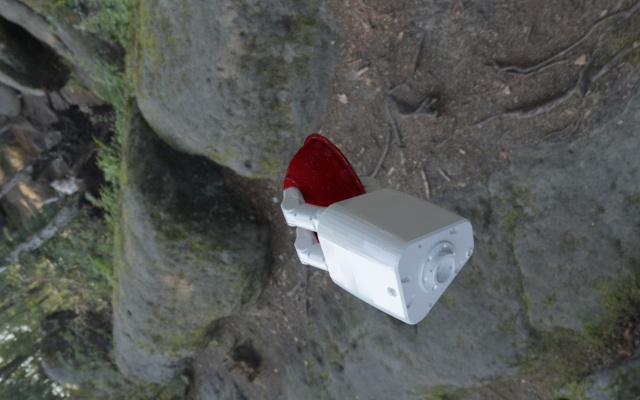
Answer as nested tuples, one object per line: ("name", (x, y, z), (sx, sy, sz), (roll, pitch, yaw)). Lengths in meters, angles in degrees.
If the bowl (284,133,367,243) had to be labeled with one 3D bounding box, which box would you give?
("bowl", (-0.001, 0.002, 0.590), (0.055, 0.162, 0.162), (-27, 9, -18))
